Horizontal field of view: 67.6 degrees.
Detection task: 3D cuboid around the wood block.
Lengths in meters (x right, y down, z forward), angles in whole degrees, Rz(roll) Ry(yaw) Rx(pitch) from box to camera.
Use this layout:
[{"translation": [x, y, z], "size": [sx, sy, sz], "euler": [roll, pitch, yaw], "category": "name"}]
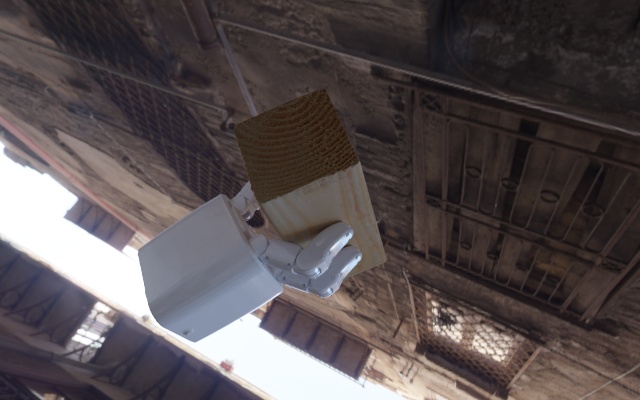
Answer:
[{"translation": [0.000, 0.002, 0.480], "size": [0.090, 0.090, 0.206], "euler": [-23, -32, 1], "category": "wood block"}]
